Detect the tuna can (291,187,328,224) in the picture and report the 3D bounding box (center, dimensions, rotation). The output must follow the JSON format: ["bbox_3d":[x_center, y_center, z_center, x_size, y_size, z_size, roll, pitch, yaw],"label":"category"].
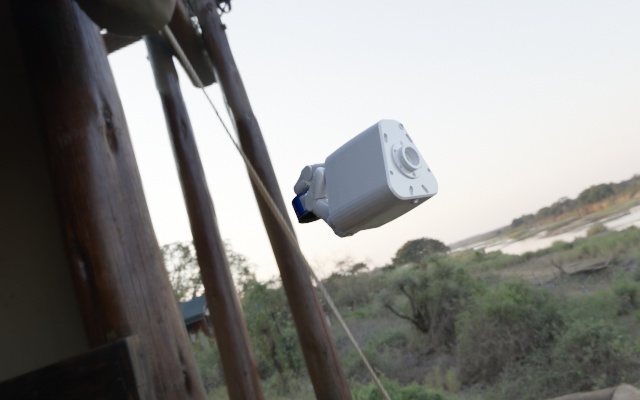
[{"bbox_3d":[0.000,0.002,0.713,0.086,0.033,0.086,-22,-14,-6],"label":"tuna can"}]
